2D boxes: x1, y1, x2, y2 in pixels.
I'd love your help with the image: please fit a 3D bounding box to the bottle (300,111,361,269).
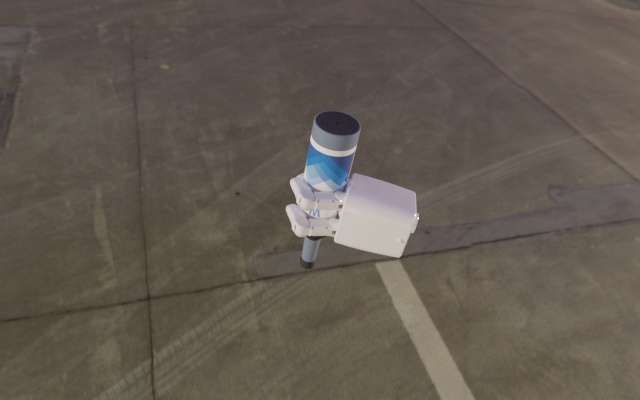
[{"bbox_3d":[0.000,0.002,0.757,0.069,0.296,0.069,7,40,-6],"label":"bottle"}]
